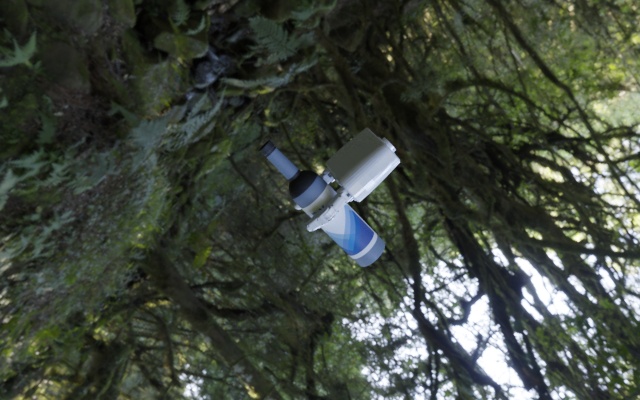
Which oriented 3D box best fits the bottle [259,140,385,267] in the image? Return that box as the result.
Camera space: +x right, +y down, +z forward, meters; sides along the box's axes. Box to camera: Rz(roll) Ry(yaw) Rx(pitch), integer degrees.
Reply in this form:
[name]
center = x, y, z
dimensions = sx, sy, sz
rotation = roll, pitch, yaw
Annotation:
[bottle]
center = 0.000, 0.003, 0.884
dimensions = 0.296, 0.069, 0.069
rotation = 45, -16, -16
